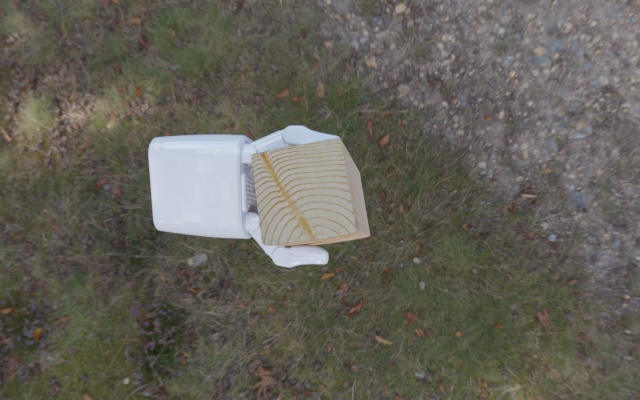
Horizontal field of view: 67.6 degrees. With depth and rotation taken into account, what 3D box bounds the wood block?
[{"bbox_3d":[0.000,0.002,0.538,0.090,0.091,0.206,-9,-6,9],"label":"wood block"}]
